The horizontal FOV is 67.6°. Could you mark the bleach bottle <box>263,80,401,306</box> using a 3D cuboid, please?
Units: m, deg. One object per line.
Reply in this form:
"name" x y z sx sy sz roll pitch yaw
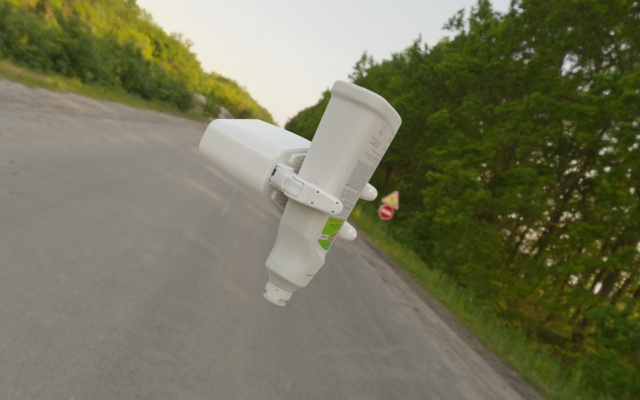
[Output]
"bleach bottle" 0.000 0.002 0.532 0.068 0.251 0.102 29 5 25
